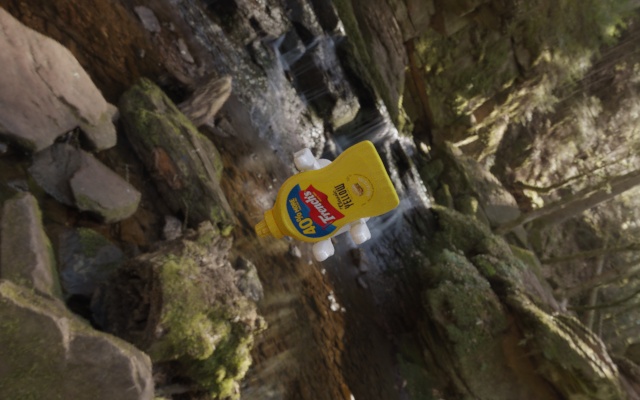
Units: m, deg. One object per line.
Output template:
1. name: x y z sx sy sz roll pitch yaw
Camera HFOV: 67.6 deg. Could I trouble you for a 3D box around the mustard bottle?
1. mustard bottle: 0.000 0.002 0.638 0.191 0.096 0.058 -25 15 8
